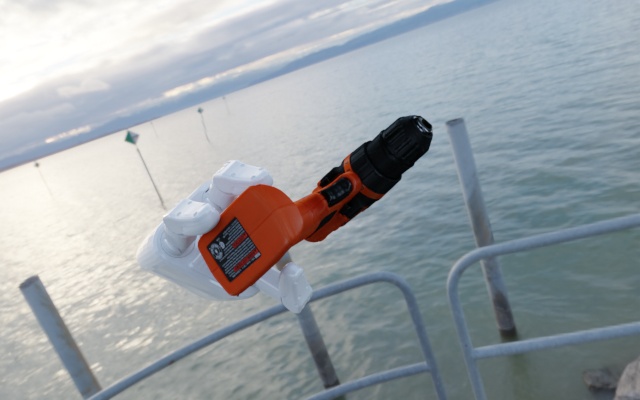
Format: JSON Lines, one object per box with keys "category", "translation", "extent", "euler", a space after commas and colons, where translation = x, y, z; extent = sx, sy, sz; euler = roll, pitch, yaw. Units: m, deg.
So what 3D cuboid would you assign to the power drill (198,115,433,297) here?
{"category": "power drill", "translation": [0.000, 0.002, 0.415], "extent": [0.184, 0.057, 0.187], "euler": [-44, -13, 37]}
